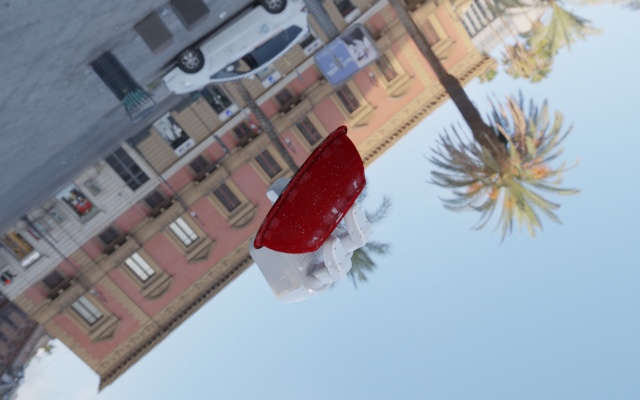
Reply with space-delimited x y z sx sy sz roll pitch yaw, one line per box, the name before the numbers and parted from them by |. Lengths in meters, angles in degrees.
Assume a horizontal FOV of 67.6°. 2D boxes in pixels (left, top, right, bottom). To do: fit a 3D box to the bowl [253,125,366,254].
bowl | 0.001 0.001 0.505 0.055 0.162 0.162 36 4 6
